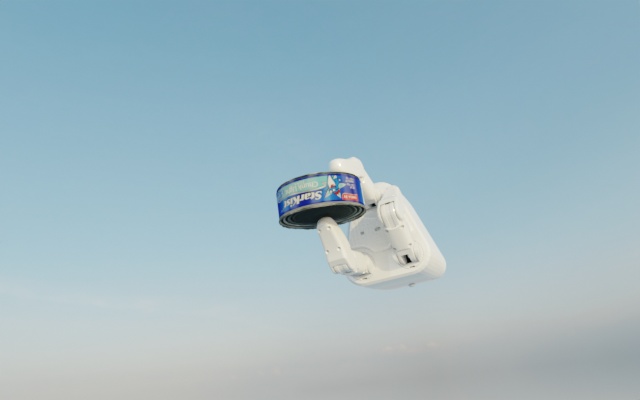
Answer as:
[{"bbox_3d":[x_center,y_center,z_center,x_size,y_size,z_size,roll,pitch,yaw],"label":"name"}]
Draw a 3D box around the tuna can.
[{"bbox_3d":[0.000,0.001,0.466,0.086,0.033,0.086,-8,-16,-2],"label":"tuna can"}]
